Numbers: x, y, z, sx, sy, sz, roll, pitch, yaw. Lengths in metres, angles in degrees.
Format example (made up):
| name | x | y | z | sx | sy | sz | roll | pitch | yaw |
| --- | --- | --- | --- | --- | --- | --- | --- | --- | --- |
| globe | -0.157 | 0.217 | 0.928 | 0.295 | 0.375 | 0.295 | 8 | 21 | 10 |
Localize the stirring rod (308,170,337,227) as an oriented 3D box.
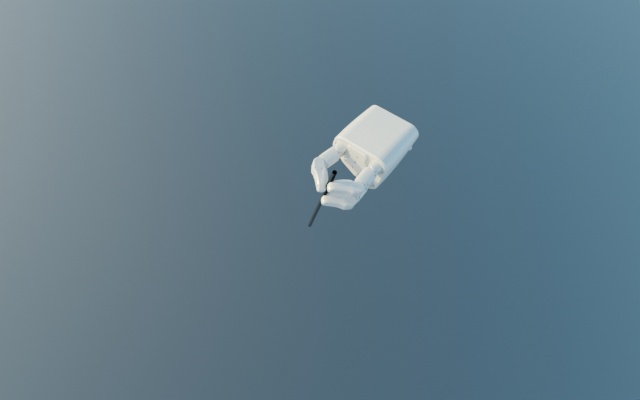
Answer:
| name | x | y | z | sx | sy | sz | roll | pitch | yaw |
| --- | --- | --- | --- | --- | --- | --- | --- | --- | --- |
| stirring rod | 0.000 | 0.003 | 0.855 | 0.011 | 0.011 | 0.240 | 0 | -23 | -11 |
